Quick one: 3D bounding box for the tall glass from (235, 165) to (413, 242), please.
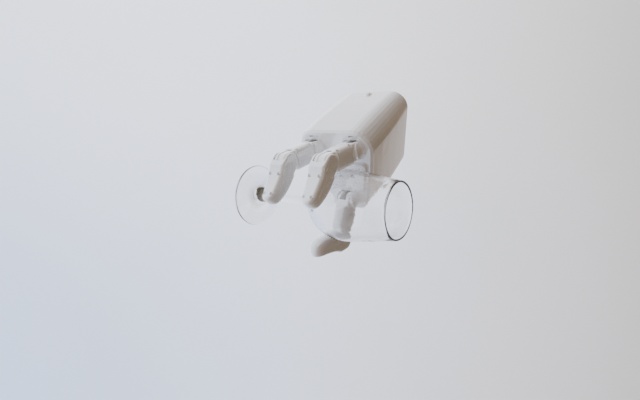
[{"bbox_3d":[-0.001,0.002,0.538,0.201,0.079,0.079,7,4,37],"label":"tall glass"}]
